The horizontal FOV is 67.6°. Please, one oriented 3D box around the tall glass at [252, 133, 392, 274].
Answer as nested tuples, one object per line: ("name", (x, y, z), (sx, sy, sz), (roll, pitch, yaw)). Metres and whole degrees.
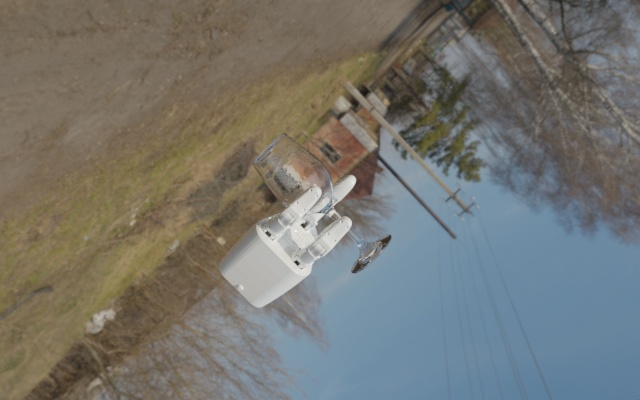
("tall glass", (0.001, 0.002, 0.644), (0.079, 0.201, 0.079), (-44, 4, 4))
